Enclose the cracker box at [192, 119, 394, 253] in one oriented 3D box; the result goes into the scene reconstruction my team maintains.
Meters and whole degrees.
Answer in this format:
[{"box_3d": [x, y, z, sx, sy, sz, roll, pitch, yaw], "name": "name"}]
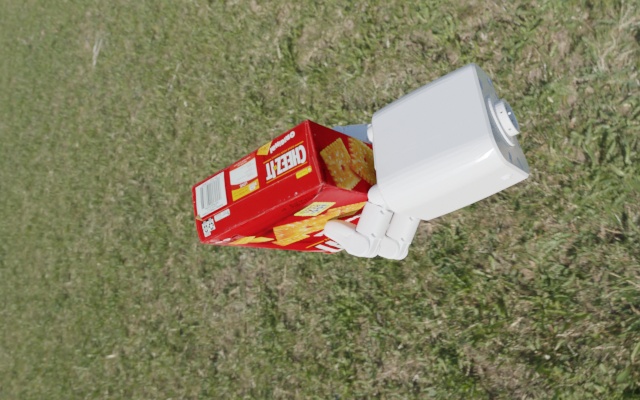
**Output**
[{"box_3d": [0.000, 0.001, 0.513, 0.164, 0.072, 0.214, -25, -22, 33], "name": "cracker box"}]
